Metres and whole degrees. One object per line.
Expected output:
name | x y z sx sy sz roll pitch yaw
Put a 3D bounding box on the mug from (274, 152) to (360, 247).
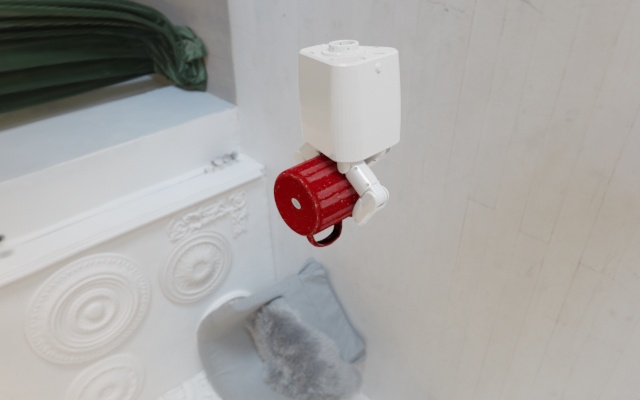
mug | 0.000 0.003 0.568 0.081 0.117 0.093 -26 34 -37
